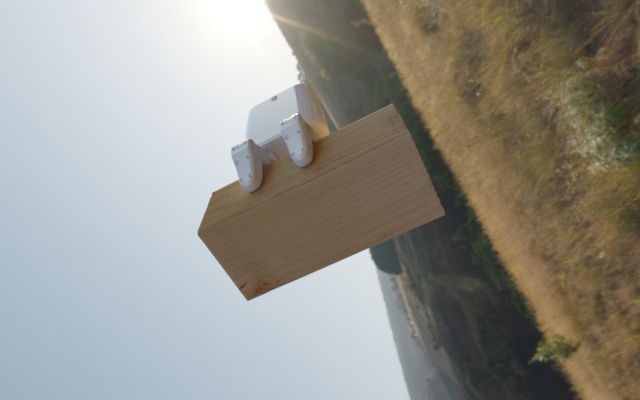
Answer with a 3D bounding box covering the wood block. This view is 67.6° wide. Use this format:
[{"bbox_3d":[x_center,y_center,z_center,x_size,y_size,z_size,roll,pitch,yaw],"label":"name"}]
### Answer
[{"bbox_3d":[0.000,0.002,0.463,0.206,0.091,0.090,-25,26,11],"label":"wood block"}]
